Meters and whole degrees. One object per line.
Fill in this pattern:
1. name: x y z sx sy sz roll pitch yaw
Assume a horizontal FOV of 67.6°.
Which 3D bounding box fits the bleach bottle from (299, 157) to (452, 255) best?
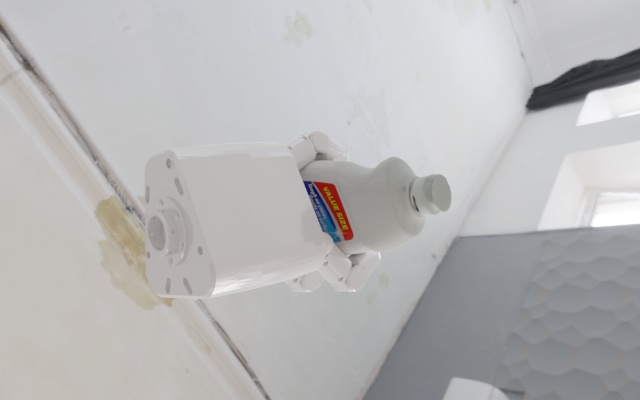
1. bleach bottle: 0.000 0.002 0.444 0.251 0.102 0.068 -10 -1 43
